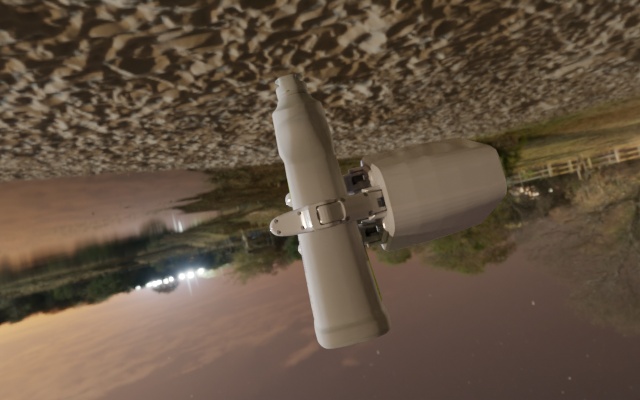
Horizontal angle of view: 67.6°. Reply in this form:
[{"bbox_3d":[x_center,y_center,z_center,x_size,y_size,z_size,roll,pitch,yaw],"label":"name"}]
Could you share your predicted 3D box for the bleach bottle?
[{"bbox_3d":[0.000,0.002,0.454,0.068,0.251,0.102,-14,-3,-2],"label":"bleach bottle"}]
